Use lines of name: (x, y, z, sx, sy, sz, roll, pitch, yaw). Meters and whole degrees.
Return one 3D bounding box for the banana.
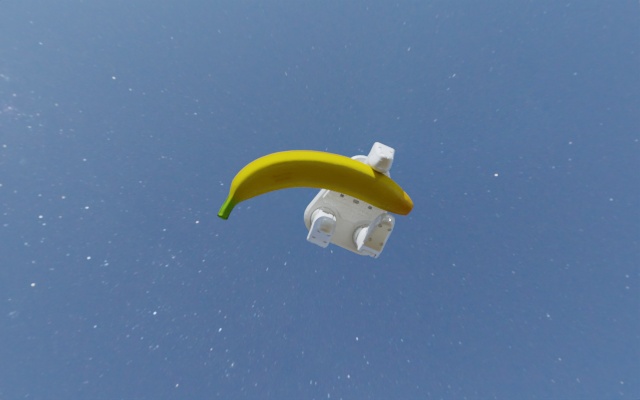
banana: (-0.004, -0.017, 0.488, 0.198, 0.069, 0.037, -2, -1, -4)
